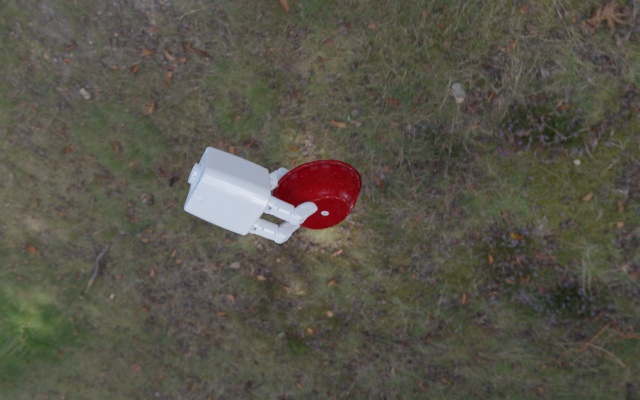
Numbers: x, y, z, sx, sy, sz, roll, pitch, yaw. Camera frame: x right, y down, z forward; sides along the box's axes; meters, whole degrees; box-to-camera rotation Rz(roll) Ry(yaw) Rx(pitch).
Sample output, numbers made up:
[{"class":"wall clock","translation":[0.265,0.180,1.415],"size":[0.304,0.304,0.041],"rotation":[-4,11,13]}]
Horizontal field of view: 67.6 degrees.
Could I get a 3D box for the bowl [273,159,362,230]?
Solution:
[{"class":"bowl","translation":[0.001,0.003,0.836],"size":[0.162,0.055,0.162],"rotation":[-9,-37,-7]}]
